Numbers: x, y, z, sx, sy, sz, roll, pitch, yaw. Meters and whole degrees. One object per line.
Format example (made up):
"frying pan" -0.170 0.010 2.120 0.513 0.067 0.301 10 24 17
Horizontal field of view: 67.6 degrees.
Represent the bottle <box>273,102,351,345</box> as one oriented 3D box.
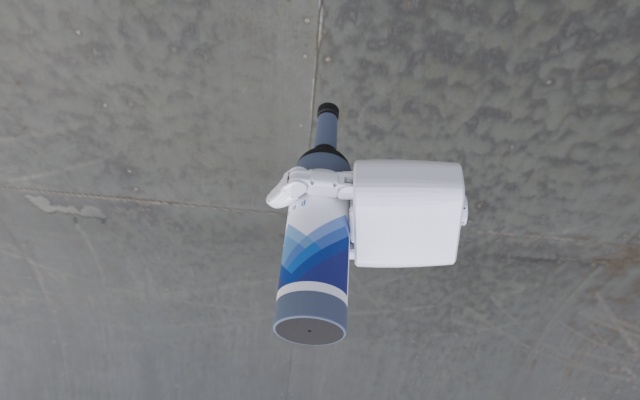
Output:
"bottle" 0.000 0.002 0.517 0.069 0.295 0.069 3 -37 2
